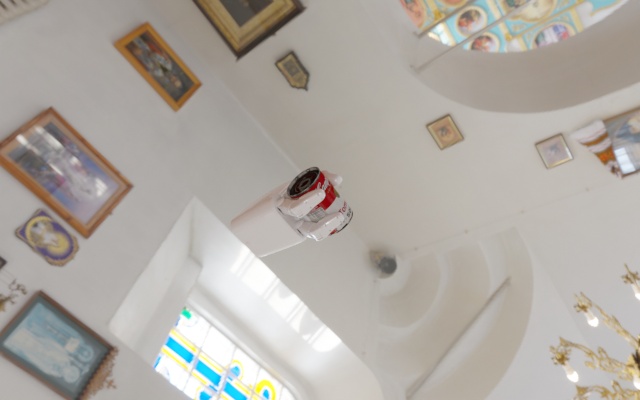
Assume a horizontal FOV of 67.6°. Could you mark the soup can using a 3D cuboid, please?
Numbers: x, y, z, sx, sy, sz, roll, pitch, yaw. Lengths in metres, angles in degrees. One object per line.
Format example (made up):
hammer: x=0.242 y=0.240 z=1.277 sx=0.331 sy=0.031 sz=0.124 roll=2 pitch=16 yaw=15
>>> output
soup can: x=0.001 y=0.003 z=0.808 sx=0.068 sy=0.068 sz=0.102 roll=0 pitch=-43 yaw=53
